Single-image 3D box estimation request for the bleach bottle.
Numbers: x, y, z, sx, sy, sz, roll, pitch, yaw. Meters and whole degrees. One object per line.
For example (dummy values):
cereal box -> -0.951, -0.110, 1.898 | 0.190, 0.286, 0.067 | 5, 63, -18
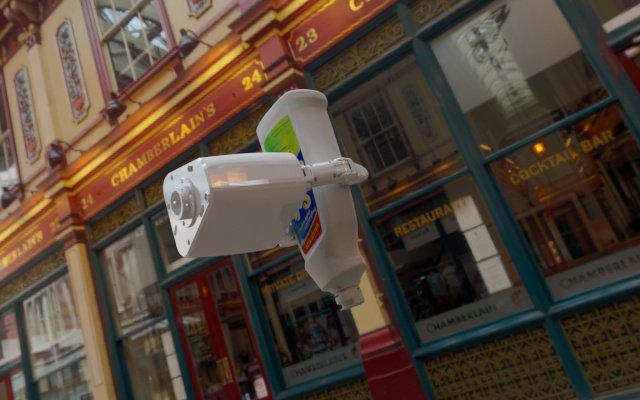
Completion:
bleach bottle -> 0.000, 0.002, 0.562 | 0.068, 0.250, 0.103 | -5, -23, -40
